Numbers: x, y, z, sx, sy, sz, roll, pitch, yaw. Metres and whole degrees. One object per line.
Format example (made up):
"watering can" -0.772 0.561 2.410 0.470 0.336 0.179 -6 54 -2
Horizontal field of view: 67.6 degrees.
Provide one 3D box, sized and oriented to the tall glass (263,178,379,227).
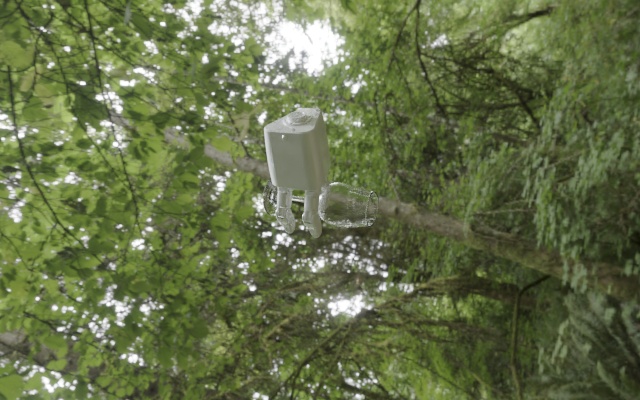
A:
"tall glass" 0.000 0.003 0.862 0.201 0.079 0.079 8 3 25
